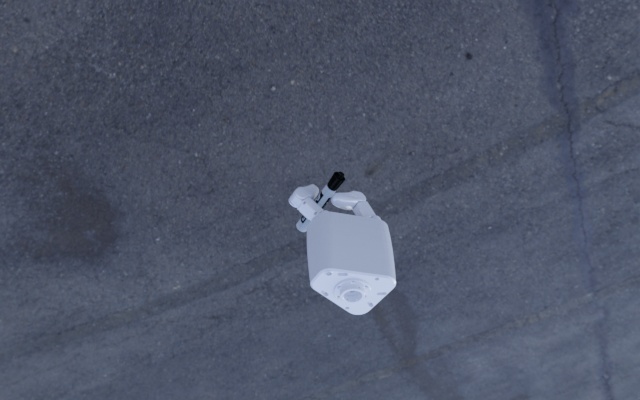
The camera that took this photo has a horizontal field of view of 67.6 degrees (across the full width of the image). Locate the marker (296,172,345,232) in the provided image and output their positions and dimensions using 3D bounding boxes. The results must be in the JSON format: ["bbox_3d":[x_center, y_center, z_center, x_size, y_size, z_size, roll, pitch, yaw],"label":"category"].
[{"bbox_3d":[0.000,0.002,0.704,0.020,0.020,0.121,0,-41,-41],"label":"marker"}]
